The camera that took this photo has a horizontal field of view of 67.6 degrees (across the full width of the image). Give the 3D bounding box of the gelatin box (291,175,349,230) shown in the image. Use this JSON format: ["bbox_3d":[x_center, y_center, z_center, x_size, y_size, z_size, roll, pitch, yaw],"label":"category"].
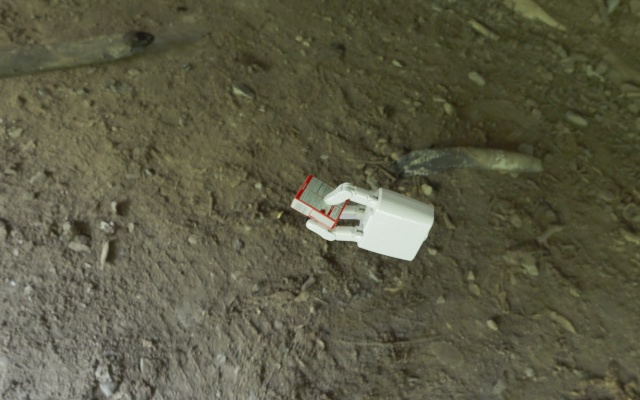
[{"bbox_3d":[0.000,0.002,0.878,0.089,0.073,0.030,30,-43,-1],"label":"gelatin box"}]
